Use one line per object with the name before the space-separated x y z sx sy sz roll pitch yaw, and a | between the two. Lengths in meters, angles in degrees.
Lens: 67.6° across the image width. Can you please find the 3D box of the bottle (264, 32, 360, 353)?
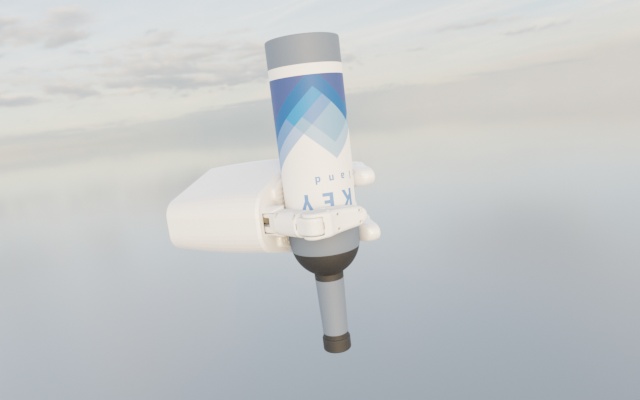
bottle | 0.000 0.001 0.448 0.069 0.296 0.069 -7 10 1
